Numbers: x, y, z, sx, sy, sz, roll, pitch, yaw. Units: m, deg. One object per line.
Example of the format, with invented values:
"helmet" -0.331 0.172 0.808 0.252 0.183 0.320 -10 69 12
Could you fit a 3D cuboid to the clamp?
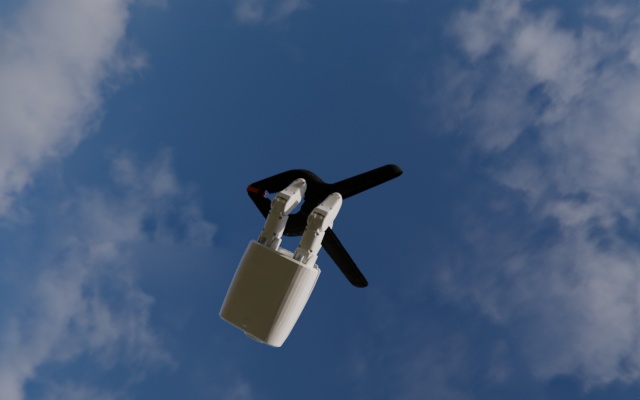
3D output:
"clamp" 0.000 0.002 0.645 0.210 0.164 0.036 23 -7 22
